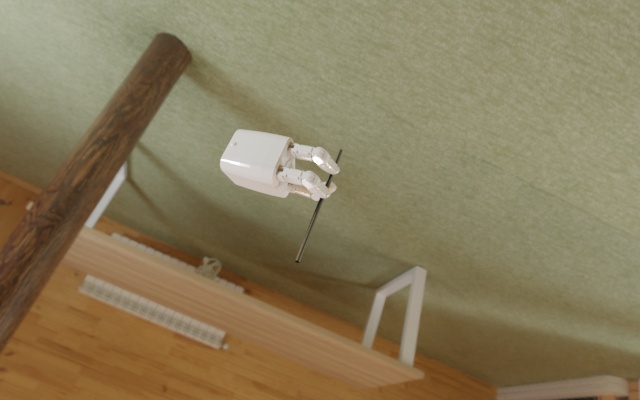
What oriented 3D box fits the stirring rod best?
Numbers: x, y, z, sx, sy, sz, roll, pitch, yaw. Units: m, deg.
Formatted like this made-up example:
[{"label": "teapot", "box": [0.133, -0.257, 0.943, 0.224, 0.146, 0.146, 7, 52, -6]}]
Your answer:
[{"label": "stirring rod", "box": [0.000, 0.003, 0.833, 0.011, 0.239, 0.011, 16, -31, 10]}]
